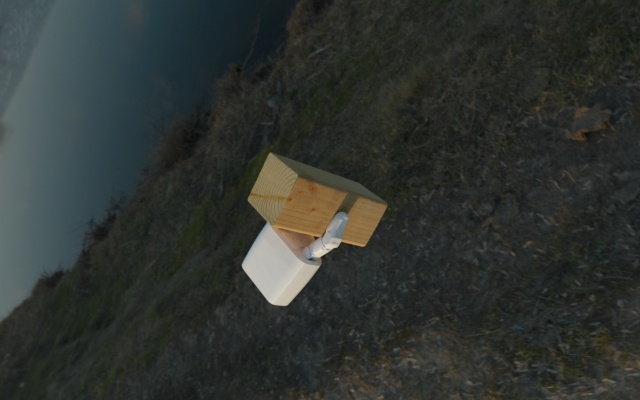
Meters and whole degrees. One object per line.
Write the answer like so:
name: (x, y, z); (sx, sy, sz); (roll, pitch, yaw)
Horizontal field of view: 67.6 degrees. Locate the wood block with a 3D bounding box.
wood block: (0.000, 0.003, 0.788); (0.206, 0.090, 0.090); (16, 17, -42)
